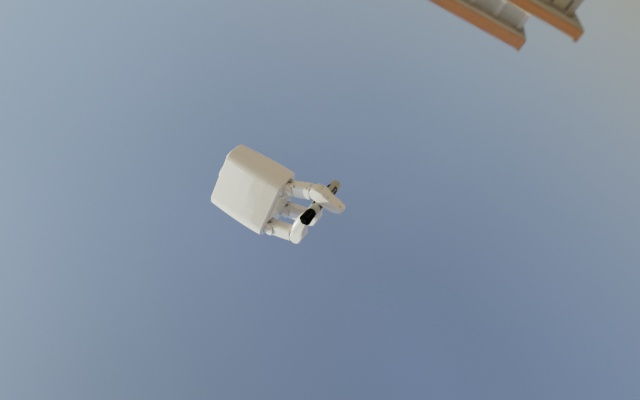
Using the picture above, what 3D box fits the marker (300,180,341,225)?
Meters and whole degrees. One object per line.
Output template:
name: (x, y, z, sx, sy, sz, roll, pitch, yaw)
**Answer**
marker: (0.000, 0.003, 0.759, 0.020, 0.020, 0.121, 0, 29, 30)
